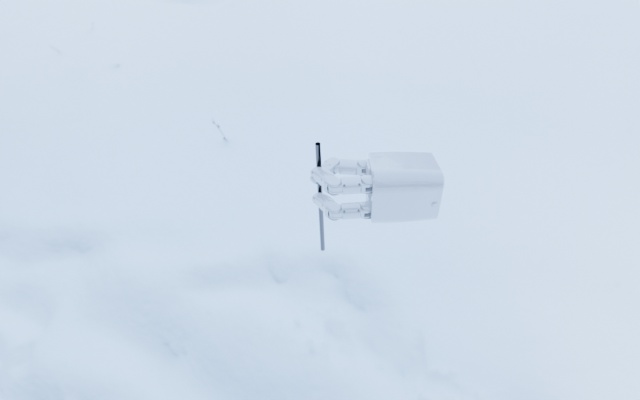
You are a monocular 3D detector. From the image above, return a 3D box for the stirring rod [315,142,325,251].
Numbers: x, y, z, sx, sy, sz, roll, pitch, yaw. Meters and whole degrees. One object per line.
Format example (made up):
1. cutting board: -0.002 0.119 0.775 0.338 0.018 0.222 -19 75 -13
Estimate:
1. stirring rod: 0.000 0.003 0.788 0.011 0.240 0.011 -1 44 1
